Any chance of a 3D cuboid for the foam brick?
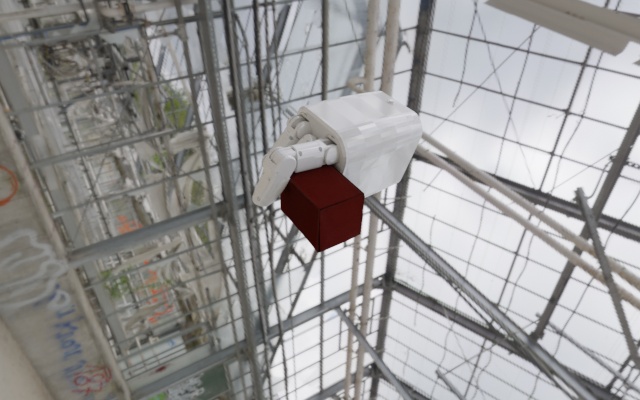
[{"bbox_3d":[0.000,0.002,0.467,0.051,0.053,0.078,-18,42,-26],"label":"foam brick"}]
